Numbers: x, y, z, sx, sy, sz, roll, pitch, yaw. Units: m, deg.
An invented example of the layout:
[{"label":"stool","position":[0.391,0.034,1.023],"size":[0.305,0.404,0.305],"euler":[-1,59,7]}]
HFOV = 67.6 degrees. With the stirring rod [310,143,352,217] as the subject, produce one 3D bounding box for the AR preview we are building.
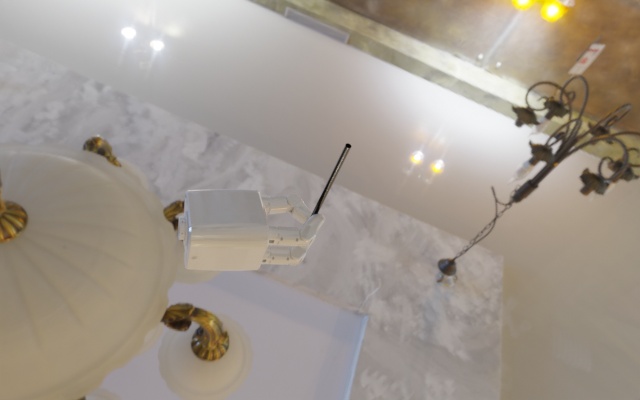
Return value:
[{"label":"stirring rod","position":[0.000,0.002,0.684],"size":[0.011,0.011,0.240],"euler":[0,-36,-21]}]
